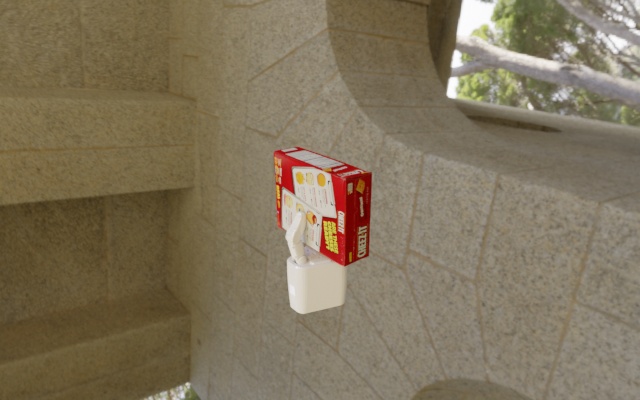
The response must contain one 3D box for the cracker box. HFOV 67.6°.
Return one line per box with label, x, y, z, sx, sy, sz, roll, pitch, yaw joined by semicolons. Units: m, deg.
cracker box;0.000;0.003;0.888;0.072;0.164;0.213;-17;27;-35
